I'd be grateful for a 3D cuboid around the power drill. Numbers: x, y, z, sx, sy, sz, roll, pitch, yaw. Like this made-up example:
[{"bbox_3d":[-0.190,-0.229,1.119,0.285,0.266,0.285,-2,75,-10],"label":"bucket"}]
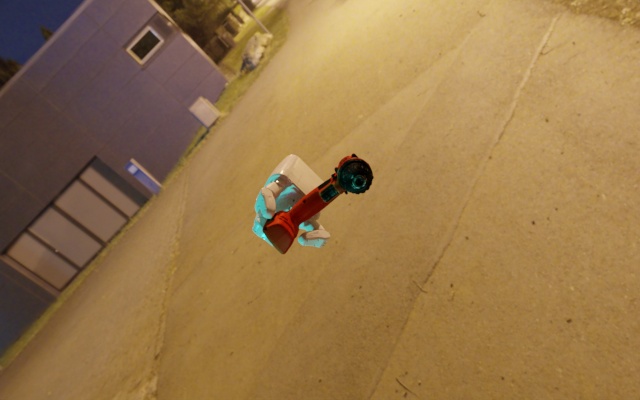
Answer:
[{"bbox_3d":[0.000,0.003,0.735,0.187,0.057,0.184,-37,6,6],"label":"power drill"}]
